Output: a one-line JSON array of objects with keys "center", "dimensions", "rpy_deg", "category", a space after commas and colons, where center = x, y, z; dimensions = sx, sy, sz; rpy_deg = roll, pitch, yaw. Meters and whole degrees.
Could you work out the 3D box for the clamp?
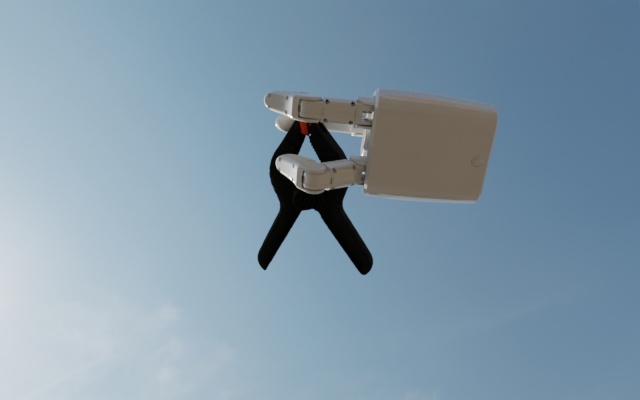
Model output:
[{"center": [0.000, 0.001, 0.473], "dimensions": [0.120, 0.171, 0.039], "rpy_deg": [7, 24, 2], "category": "clamp"}]
